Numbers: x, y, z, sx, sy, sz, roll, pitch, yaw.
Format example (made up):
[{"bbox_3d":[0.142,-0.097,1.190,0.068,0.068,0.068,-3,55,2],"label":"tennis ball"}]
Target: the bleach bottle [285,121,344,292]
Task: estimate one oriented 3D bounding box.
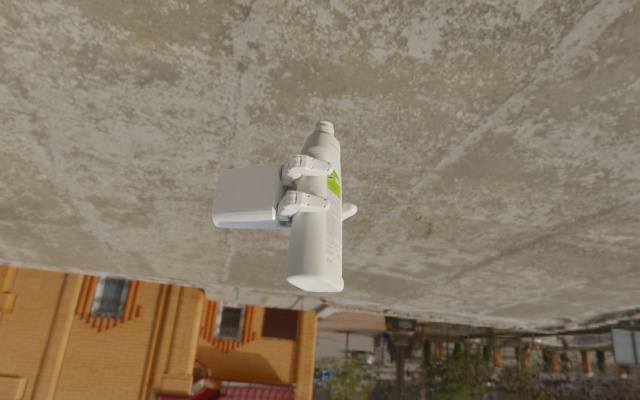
[{"bbox_3d":[0.000,0.002,0.711,0.068,0.250,0.103,-3,-22,20],"label":"bleach bottle"}]
